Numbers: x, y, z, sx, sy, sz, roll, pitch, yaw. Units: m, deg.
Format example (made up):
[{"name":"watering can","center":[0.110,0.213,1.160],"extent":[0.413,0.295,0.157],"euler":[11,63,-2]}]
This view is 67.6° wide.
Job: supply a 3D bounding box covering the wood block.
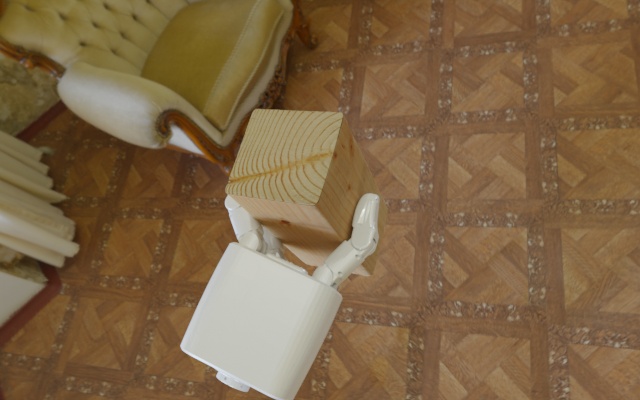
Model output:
[{"name":"wood block","center":[0.000,0.002,0.496],"extent":[0.091,0.090,0.206],"euler":[7,-21,22]}]
